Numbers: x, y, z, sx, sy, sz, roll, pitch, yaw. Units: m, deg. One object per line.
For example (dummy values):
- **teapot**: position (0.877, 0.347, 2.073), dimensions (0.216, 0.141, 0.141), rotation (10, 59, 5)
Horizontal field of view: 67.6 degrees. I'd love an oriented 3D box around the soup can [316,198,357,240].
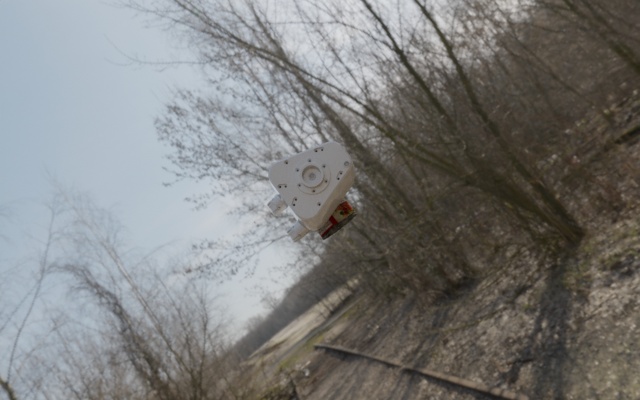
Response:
- **soup can**: position (0.000, 0.002, 0.760), dimensions (0.068, 0.102, 0.068), rotation (-37, -9, -7)
